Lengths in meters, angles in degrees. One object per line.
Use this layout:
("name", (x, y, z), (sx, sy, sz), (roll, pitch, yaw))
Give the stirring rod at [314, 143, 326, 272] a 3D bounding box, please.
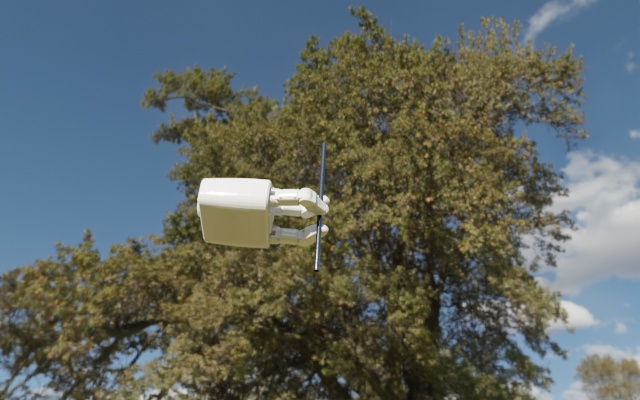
("stirring rod", (0.000, 0.003, 0.766), (0.011, 0.239, 0.011), (2, -33, 2))
